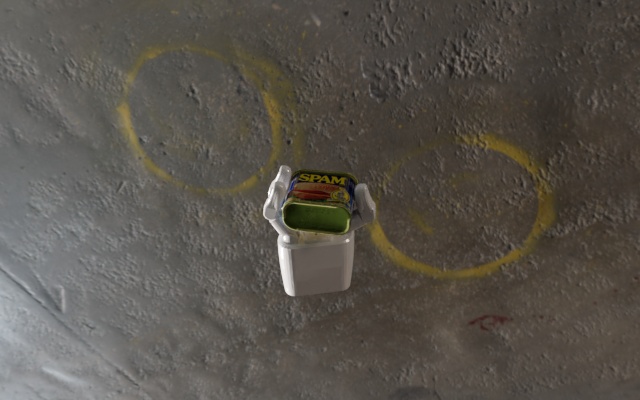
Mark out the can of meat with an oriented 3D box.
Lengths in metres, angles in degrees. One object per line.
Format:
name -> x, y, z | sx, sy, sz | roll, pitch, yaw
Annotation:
can of meat -> 0.000, 0.002, 0.689 | 0.102, 0.057, 0.084 | 5, 35, 6
